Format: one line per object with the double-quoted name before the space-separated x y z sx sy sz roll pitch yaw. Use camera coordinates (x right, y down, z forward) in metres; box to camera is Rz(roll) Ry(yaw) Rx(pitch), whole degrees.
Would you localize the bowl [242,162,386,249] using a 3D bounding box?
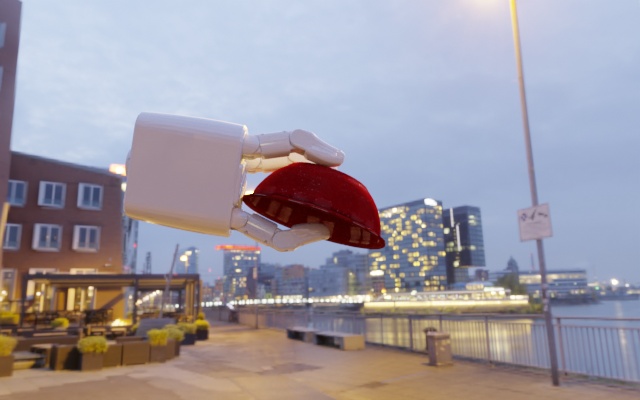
"bowl" 0.001 0.002 0.520 0.162 0.055 0.162 18 -13 4
